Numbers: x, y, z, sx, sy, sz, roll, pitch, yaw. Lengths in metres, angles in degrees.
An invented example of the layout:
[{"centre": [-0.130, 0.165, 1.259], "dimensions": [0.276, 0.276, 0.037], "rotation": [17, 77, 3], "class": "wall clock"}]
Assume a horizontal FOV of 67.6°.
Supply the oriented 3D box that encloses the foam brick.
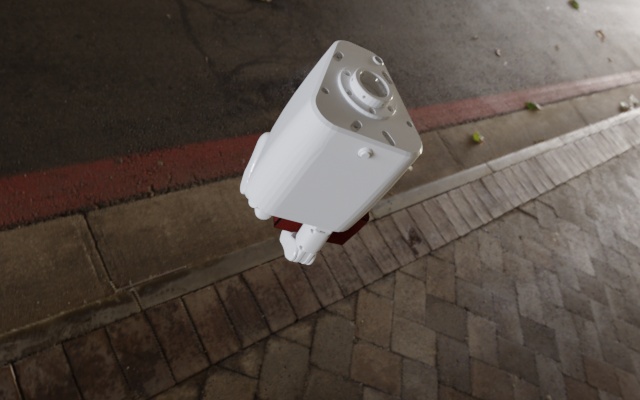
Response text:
[{"centre": [0.000, 0.002, 0.453], "dimensions": [0.078, 0.053, 0.051], "rotation": [16, -40, -25], "class": "foam brick"}]
